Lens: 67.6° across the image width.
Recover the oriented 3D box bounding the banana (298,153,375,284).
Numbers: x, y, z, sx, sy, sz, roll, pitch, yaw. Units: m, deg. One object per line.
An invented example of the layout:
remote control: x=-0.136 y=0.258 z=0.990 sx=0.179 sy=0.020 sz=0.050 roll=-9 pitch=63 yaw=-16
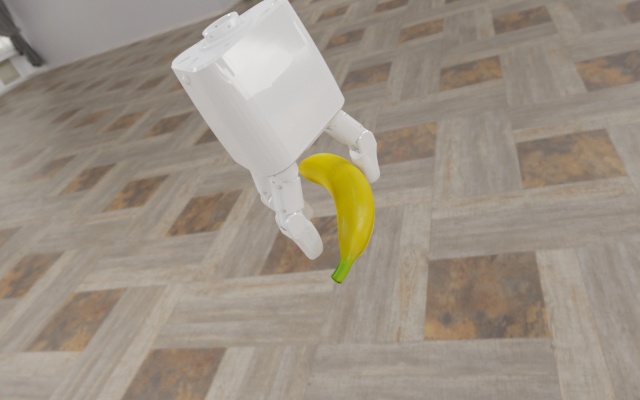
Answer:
banana: x=0.016 y=-0.007 z=0.481 sx=0.069 sy=0.037 sz=0.197 roll=-36 pitch=33 yaw=12
